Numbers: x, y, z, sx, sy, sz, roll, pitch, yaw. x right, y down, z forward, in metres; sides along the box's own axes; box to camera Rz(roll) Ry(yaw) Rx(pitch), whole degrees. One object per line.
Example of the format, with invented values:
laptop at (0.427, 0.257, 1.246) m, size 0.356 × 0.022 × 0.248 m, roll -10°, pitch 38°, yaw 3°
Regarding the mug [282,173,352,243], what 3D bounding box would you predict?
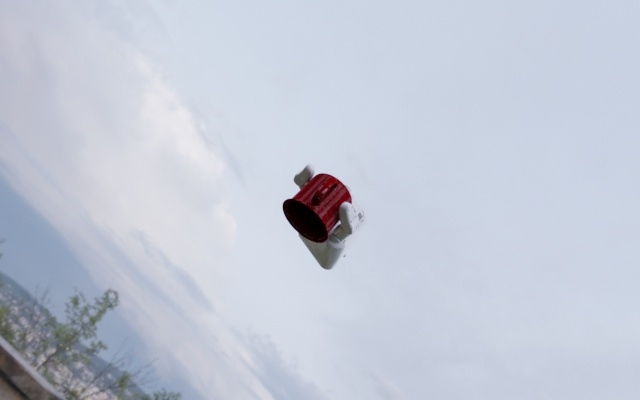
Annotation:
mug at (0.000, 0.002, 0.774) m, size 0.093 × 0.081 × 0.117 m, roll 36°, pitch -31°, yaw 12°
